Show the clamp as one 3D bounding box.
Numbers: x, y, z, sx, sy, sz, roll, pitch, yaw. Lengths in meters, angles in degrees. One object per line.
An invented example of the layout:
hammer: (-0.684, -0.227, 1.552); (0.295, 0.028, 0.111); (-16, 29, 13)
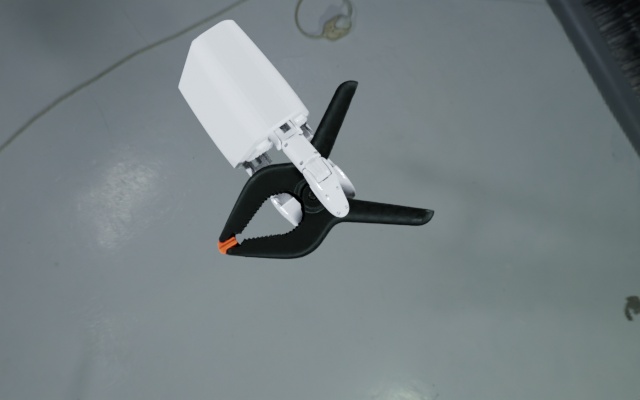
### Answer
clamp: (0.000, 0.002, 0.467); (0.210, 0.164, 0.036); (-37, 0, -10)
